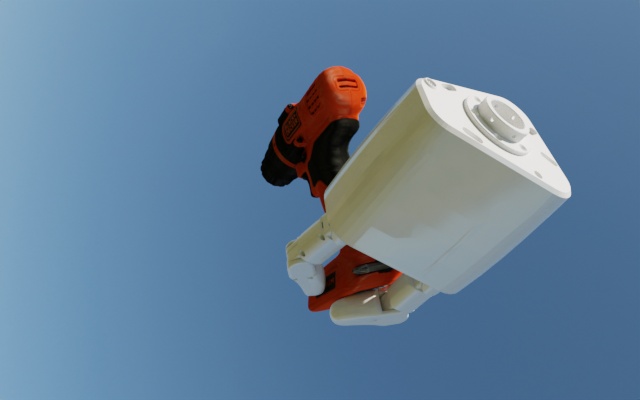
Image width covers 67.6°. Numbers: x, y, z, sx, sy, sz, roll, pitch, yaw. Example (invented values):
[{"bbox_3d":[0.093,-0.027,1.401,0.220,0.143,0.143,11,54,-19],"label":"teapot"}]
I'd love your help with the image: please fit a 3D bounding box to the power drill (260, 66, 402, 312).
[{"bbox_3d":[0.000,0.002,0.439,0.057,0.187,0.184,-8,-18,-27],"label":"power drill"}]
